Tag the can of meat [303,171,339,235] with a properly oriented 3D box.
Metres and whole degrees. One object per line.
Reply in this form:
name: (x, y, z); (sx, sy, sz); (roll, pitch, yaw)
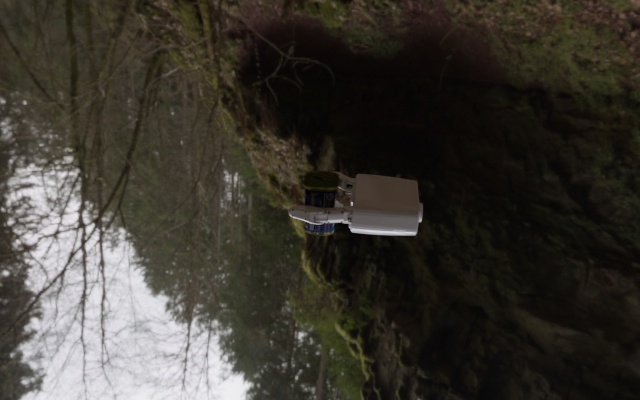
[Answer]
can of meat: (0.000, 0.003, 0.814); (0.057, 0.084, 0.102); (3, 19, 1)
